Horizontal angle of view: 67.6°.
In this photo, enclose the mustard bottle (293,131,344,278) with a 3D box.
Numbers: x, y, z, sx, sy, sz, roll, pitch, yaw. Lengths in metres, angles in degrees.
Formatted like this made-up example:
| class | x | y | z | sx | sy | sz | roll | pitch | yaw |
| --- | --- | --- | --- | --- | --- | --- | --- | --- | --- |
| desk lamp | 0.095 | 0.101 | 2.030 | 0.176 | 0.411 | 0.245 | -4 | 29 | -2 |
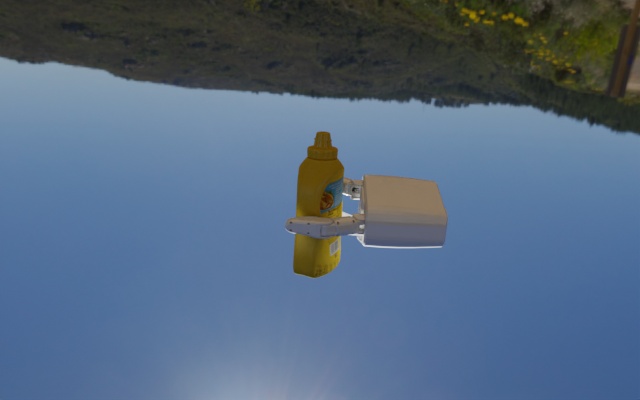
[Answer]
| class | x | y | z | sx | sy | sz | roll | pitch | yaw |
| --- | --- | --- | --- | --- | --- | --- | --- | --- | --- |
| mustard bottle | 0.000 | 0.002 | 0.653 | 0.058 | 0.192 | 0.096 | 11 | 19 | 24 |
